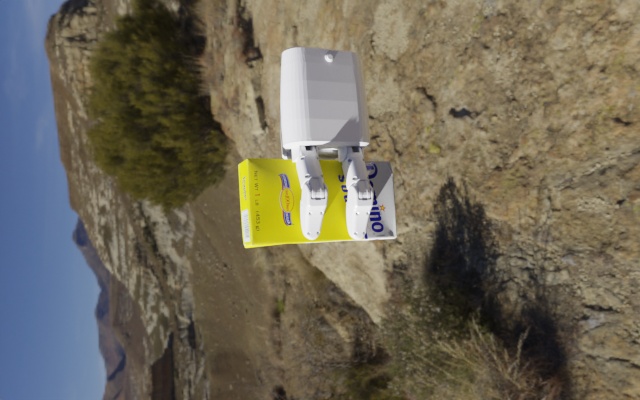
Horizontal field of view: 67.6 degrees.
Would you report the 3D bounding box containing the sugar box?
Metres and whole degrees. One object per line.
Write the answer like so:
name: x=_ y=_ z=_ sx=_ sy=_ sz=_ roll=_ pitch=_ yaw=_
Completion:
sugar box: x=0.000 y=0.002 z=0.536 sx=0.176 sy=0.093 sz=0.048 roll=-2 pitch=-5 yaw=-22
